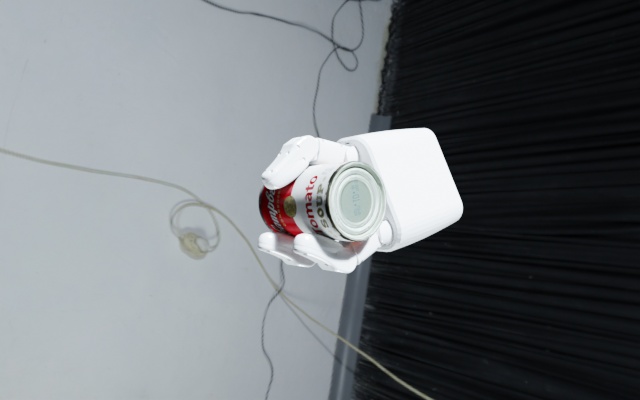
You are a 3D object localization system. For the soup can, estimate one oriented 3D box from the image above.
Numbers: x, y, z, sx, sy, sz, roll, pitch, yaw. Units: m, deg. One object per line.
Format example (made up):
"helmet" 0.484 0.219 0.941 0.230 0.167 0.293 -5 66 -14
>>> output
"soup can" 0.000 0.001 0.425 0.068 0.068 0.102 0 -1 -39
